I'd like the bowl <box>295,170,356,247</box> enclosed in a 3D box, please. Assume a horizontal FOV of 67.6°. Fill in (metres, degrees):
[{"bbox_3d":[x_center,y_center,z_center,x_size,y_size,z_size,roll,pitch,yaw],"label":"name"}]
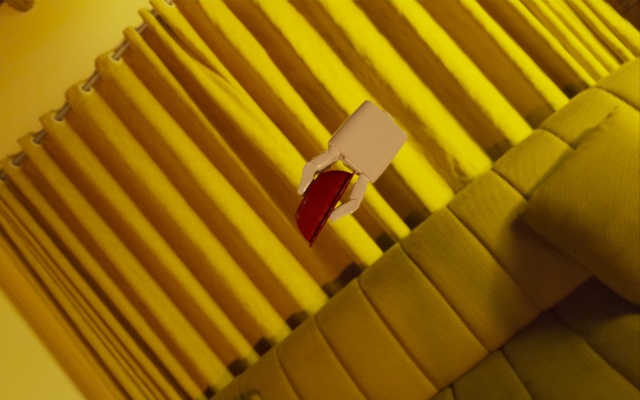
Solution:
[{"bbox_3d":[-0.001,0.004,0.862,0.055,0.162,0.162,30,1,3],"label":"bowl"}]
